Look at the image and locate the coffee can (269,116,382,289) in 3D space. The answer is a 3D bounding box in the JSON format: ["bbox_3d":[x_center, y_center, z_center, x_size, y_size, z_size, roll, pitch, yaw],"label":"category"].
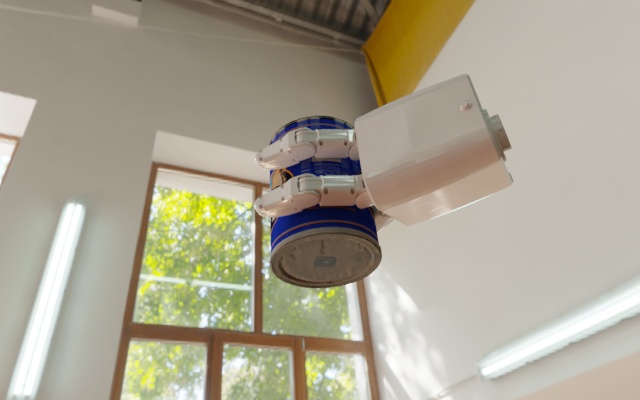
[{"bbox_3d":[0.000,0.002,0.475,0.103,0.140,0.103,-3,-36,-2],"label":"coffee can"}]
